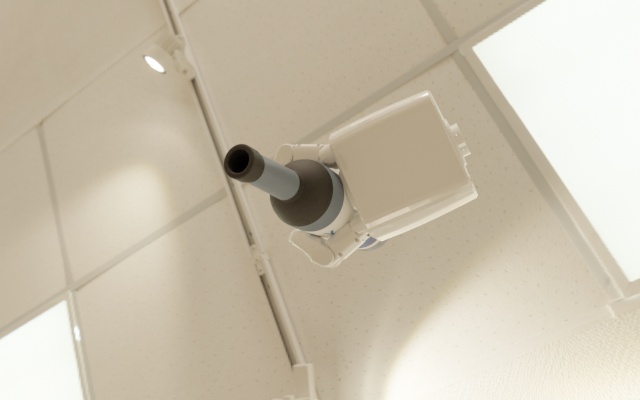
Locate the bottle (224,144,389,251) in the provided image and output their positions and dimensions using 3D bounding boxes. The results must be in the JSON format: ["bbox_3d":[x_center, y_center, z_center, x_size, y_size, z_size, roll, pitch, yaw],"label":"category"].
[{"bbox_3d":[0.000,0.002,0.485,0.069,0.069,0.296,0,-12,25],"label":"bottle"}]
